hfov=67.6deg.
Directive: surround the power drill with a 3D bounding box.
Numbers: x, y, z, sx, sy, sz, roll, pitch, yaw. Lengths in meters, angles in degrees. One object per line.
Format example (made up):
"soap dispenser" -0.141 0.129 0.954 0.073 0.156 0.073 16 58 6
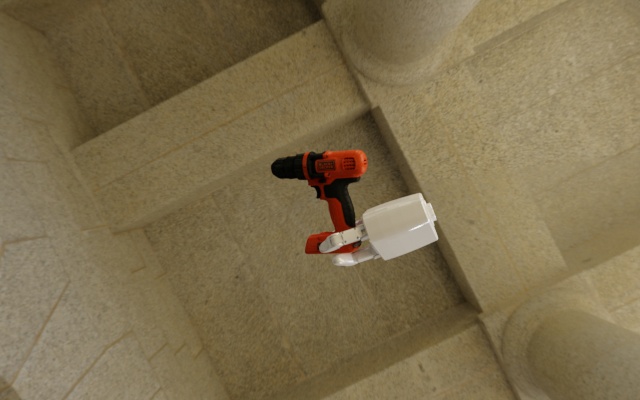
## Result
"power drill" 0.000 0.003 0.879 0.184 0.188 0.057 -3 9 23
